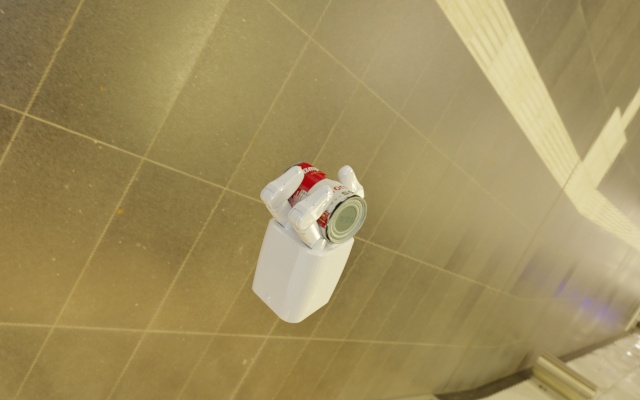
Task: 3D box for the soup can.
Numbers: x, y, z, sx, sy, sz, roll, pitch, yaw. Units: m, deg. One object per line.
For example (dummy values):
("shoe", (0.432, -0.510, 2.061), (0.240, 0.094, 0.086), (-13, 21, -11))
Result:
("soup can", (0.001, 0.002, 0.604), (0.068, 0.068, 0.102), (0, 26, -46))
